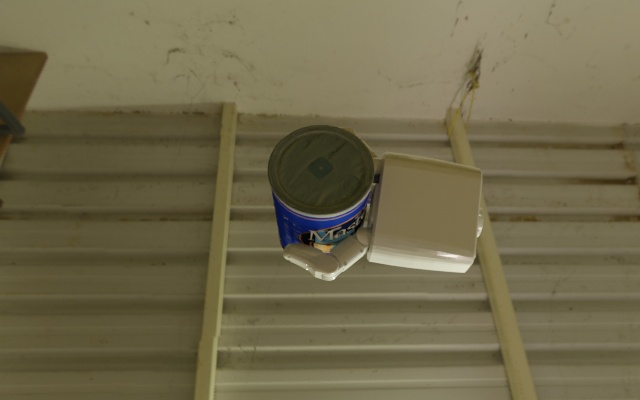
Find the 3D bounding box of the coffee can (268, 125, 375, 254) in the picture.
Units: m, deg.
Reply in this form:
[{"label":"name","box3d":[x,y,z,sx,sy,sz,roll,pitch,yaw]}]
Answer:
[{"label":"coffee can","box3d":[0.000,0.002,0.517,0.103,0.102,0.140,0,-29,0]}]
